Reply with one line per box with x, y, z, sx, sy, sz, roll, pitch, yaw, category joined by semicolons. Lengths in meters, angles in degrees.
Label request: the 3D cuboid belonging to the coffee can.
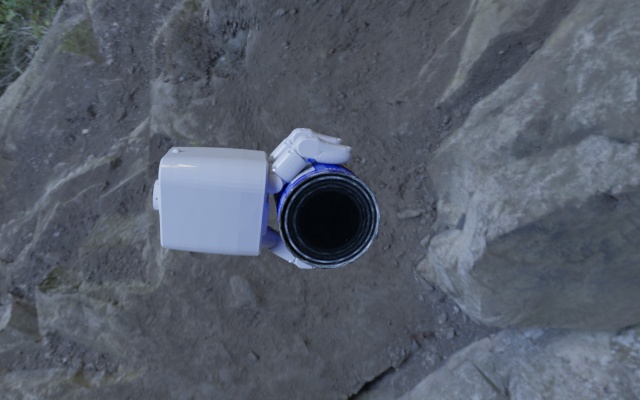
0.000;0.002;0.539;0.103;0.103;0.140;0;16;-8;coffee can
